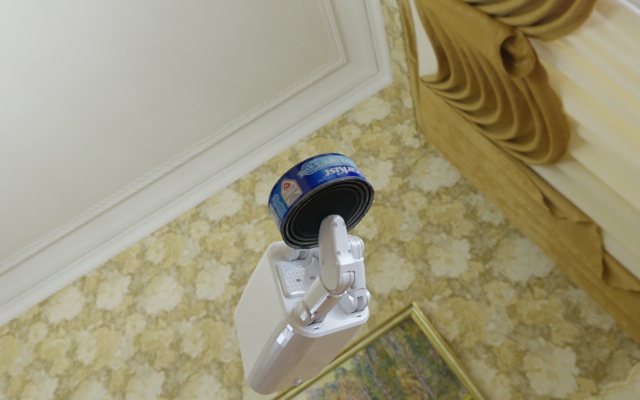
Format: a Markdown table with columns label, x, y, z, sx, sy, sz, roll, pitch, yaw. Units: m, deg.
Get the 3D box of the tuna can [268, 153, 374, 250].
| label | x | y | z | sx | sy | sz | roll | pitch | yaw |
| --- | --- | --- | --- | --- | --- | --- | --- | --- | --- |
| tuna can | 0.000 | 0.001 | 0.402 | 0.086 | 0.033 | 0.086 | -22 | -33 | -16 |
